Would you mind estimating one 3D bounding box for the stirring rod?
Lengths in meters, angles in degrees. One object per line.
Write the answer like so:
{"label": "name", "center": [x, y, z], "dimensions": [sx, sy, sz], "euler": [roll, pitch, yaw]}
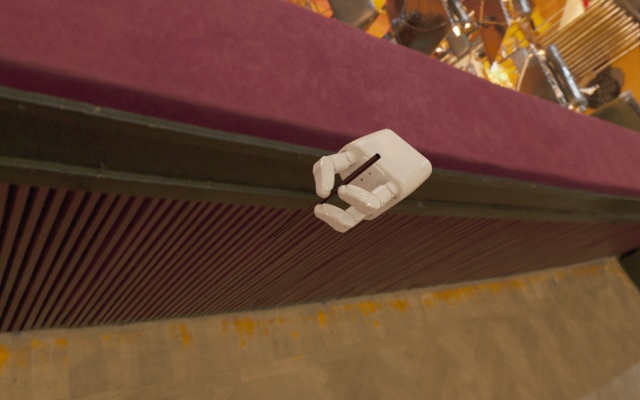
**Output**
{"label": "stirring rod", "center": [0.000, 0.002, 0.648], "dimensions": [0.011, 0.011, 0.240], "euler": [0, -27, -40]}
